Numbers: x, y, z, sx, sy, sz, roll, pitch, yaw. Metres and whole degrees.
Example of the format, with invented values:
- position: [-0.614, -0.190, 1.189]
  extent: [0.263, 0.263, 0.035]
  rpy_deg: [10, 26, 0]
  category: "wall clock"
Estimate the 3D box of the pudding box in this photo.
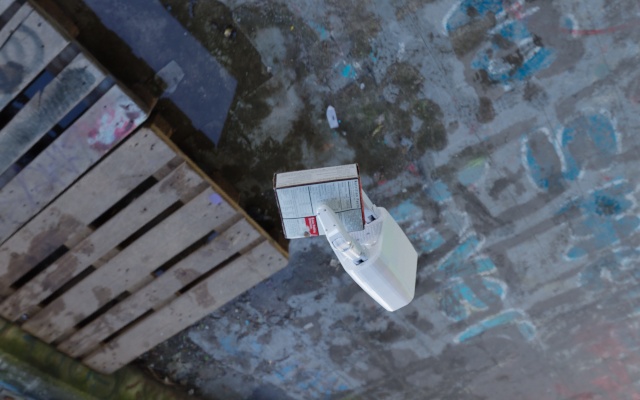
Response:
- position: [0.000, 0.002, 0.635]
  extent: [0.113, 0.090, 0.039]
  rpy_deg: [-8, 36, 2]
  category: "pudding box"
